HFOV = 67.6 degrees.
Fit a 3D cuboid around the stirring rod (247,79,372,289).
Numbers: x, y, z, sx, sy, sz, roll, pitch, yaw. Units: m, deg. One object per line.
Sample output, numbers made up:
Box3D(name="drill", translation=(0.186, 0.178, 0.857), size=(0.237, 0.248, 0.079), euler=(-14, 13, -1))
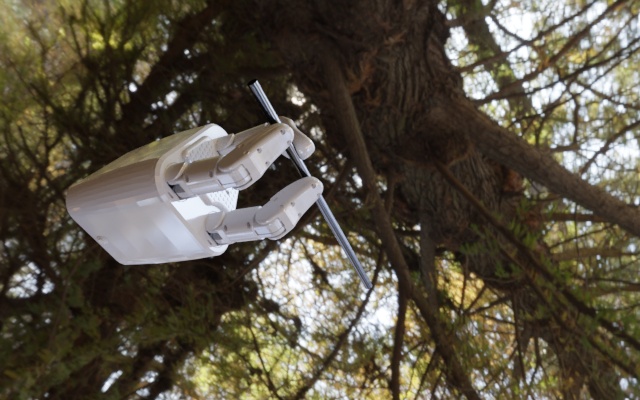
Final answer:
Box3D(name="stirring rod", translation=(0.000, 0.001, 0.406), size=(0.011, 0.011, 0.240), euler=(0, -44, 34))
